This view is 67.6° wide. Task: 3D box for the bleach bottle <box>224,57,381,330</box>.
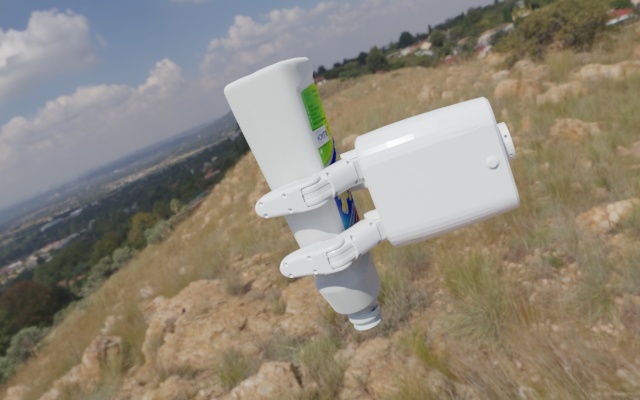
[{"bbox_3d":[0.000,0.001,0.439,0.068,0.251,0.102,-19,14,17],"label":"bleach bottle"}]
